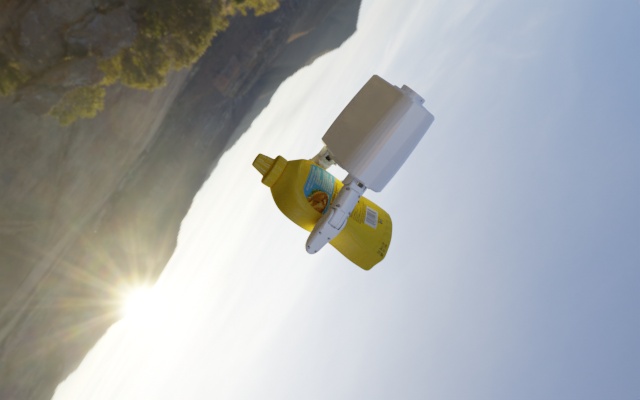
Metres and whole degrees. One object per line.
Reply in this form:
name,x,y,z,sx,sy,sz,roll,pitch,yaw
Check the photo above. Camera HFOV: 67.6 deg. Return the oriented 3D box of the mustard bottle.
mustard bottle,0.000,0.002,0.588,0.192,0.096,0.058,34,-52,-15
